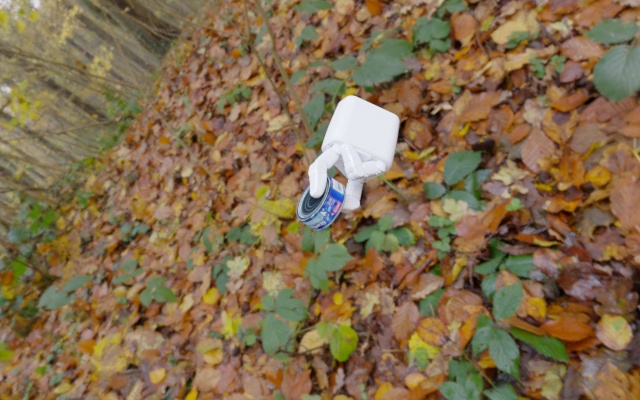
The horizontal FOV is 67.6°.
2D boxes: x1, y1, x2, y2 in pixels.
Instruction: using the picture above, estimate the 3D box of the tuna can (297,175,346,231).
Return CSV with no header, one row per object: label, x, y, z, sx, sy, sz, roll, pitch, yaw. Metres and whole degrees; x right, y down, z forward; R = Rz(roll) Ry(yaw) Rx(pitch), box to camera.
tuna can,0.000,0.002,0.760,0.034,0.086,0.086,32,-16,-27
